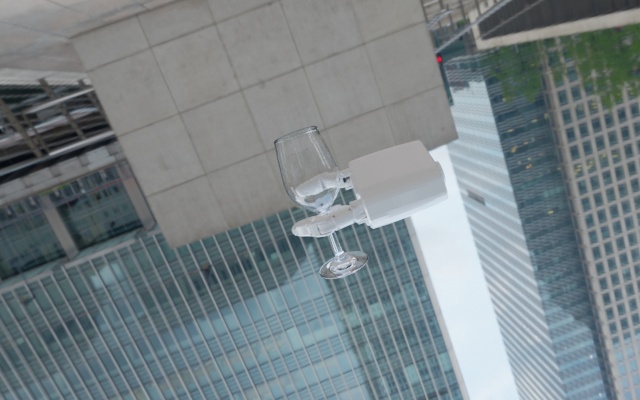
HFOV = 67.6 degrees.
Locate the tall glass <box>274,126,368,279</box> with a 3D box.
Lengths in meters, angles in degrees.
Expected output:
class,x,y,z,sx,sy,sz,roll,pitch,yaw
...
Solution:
class,x,y,z,sx,sy,sz,roll,pitch,yaw
tall glass,0.000,0.003,0.656,0.079,0.201,0.079,-19,15,5
